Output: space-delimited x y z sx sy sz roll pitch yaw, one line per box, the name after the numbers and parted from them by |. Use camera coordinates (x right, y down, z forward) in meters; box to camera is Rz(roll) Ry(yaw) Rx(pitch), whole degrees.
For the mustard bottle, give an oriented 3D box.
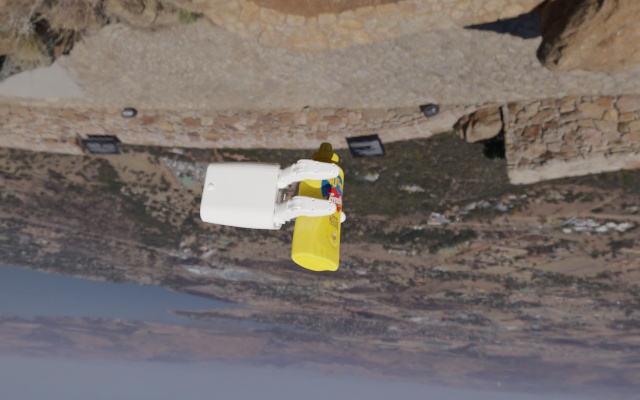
0.000 0.003 0.711 0.058 0.191 0.096 -5 -23 25 | mustard bottle
